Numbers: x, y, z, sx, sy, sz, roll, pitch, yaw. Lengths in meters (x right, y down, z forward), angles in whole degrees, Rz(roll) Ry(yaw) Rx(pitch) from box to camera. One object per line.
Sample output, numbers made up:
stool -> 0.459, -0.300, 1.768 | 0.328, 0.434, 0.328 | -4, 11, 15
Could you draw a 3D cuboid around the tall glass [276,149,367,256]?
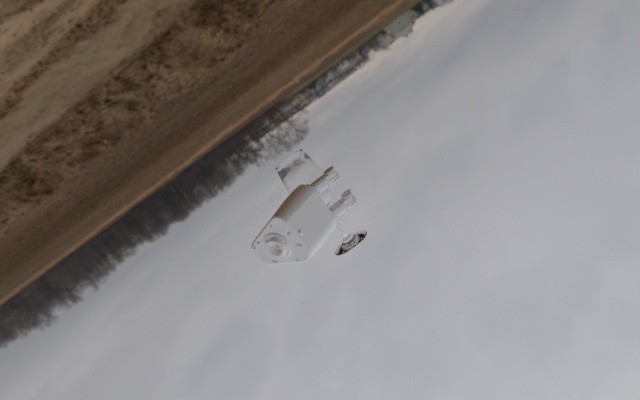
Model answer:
tall glass -> 0.001, 0.003, 0.890 | 0.079, 0.201, 0.079 | -35, 11, 8
